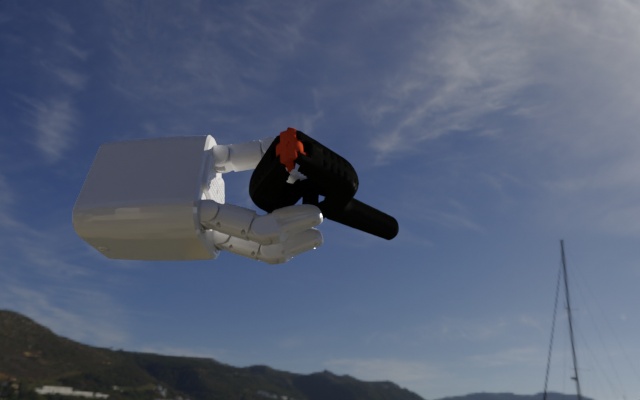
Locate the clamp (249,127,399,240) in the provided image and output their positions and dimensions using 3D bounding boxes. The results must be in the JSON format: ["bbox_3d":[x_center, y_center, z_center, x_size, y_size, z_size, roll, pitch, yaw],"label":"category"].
[{"bbox_3d":[0.000,0.000,0.444,0.164,0.036,0.210,-5,-26,-1],"label":"clamp"}]
